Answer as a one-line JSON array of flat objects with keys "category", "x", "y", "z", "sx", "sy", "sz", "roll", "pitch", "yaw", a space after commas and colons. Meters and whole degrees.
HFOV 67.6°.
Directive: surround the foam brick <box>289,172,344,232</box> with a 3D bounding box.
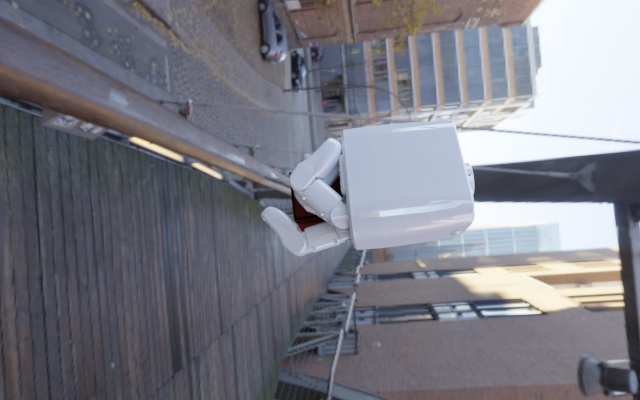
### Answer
[{"category": "foam brick", "x": 0.000, "y": 0.002, "z": 0.507, "sx": 0.051, "sy": 0.053, "sz": 0.078, "roll": -8, "pitch": -14, "yaw": 4}]
